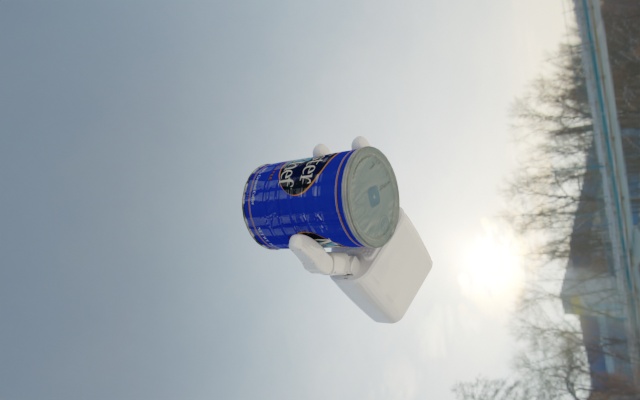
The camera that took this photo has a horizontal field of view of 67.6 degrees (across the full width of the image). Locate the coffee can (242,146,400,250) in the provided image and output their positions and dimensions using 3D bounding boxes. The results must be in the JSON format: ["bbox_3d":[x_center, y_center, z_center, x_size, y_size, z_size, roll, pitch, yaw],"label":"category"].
[{"bbox_3d":[0.000,0.002,0.520,0.140,0.103,0.103,-6,-3,37],"label":"coffee can"}]
